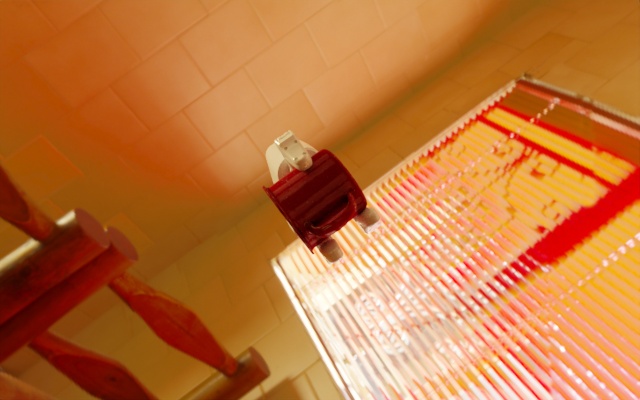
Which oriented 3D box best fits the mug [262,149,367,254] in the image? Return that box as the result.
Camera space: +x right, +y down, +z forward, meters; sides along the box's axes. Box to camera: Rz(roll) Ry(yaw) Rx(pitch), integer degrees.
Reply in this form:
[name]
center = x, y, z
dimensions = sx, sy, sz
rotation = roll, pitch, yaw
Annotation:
[mug]
center = 0.001, 0.002, 0.509
dimensions = 0.081, 0.093, 0.117
rotation = -37, 25, -4
